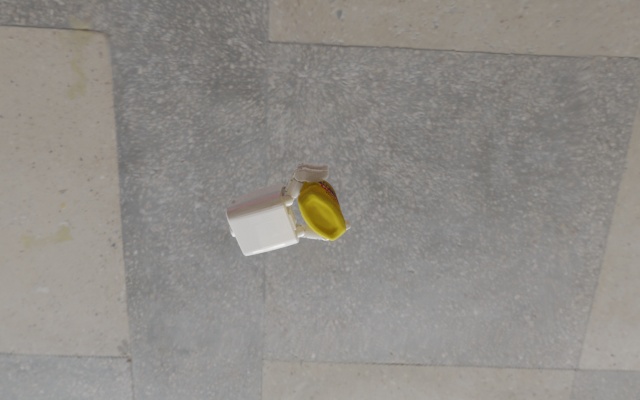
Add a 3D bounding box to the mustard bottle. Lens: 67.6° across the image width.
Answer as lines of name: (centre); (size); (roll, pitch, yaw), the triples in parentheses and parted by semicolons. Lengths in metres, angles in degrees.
mustard bottle: (0.000, 0.003, 0.879); (0.058, 0.096, 0.191); (-41, 12, 8)
